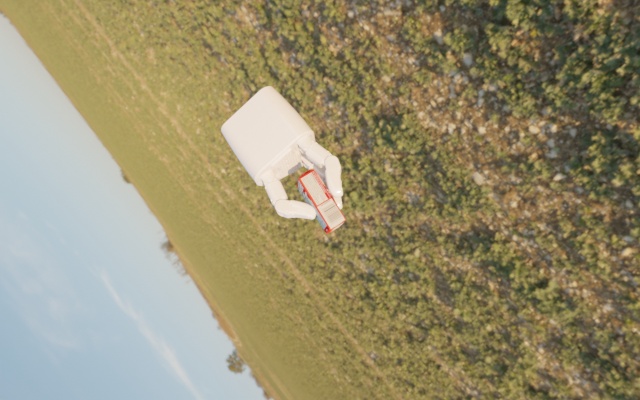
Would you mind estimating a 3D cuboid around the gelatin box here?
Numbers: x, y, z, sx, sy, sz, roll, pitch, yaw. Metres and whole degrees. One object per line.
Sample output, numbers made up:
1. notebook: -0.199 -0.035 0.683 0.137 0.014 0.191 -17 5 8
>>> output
1. gelatin box: 0.000 0.003 0.699 0.030 0.089 0.073 -31 -6 -8
